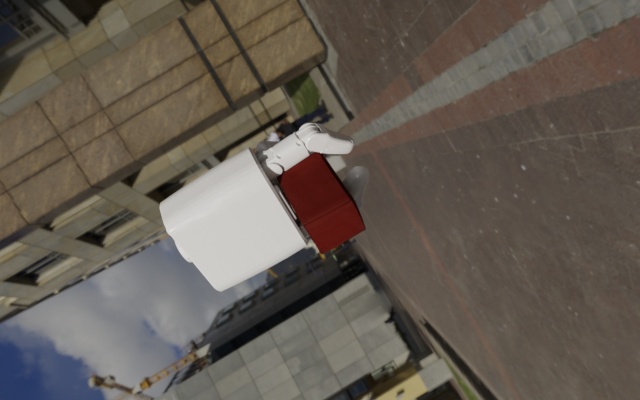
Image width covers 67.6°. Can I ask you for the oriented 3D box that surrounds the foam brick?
[{"bbox_3d":[0.000,0.002,0.460,0.051,0.078,0.053,-30,-41,-2],"label":"foam brick"}]
